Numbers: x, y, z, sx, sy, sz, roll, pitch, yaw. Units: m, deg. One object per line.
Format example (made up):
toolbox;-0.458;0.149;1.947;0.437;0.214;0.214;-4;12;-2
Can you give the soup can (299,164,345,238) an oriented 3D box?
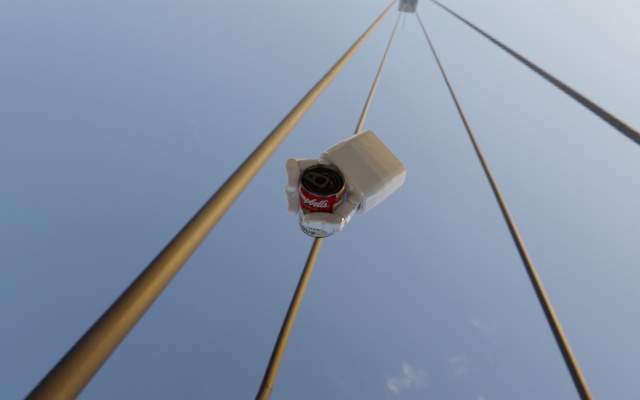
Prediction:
soup can;0.000;0.003;0.751;0.068;0.068;0.102;0;-42;-5
